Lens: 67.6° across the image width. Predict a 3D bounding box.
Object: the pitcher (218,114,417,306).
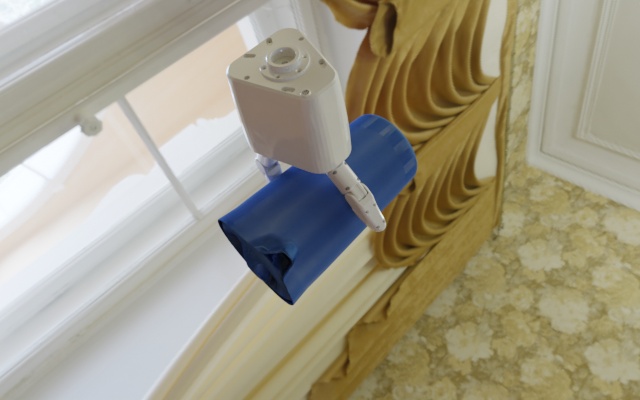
[{"bbox_3d":[0.000,0.002,0.604,0.149,0.242,0.145,37,-22,32],"label":"pitcher"}]
